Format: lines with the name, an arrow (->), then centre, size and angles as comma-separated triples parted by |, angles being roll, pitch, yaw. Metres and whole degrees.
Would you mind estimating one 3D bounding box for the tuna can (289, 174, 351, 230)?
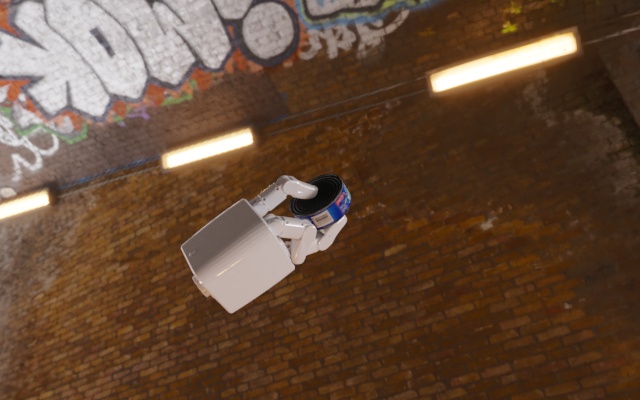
tuna can -> 0.000, 0.003, 0.683 | 0.086, 0.034, 0.086 | -22, 34, 16
